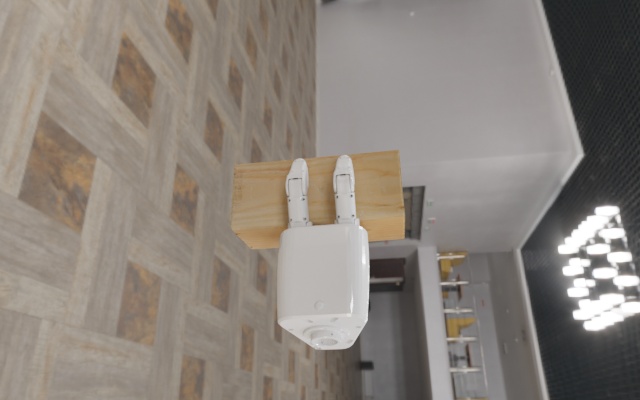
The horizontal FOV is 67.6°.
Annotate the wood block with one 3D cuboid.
[{"bbox_3d":[0.000,0.002,0.612,0.206,0.090,0.091,-4,-23,8],"label":"wood block"}]
